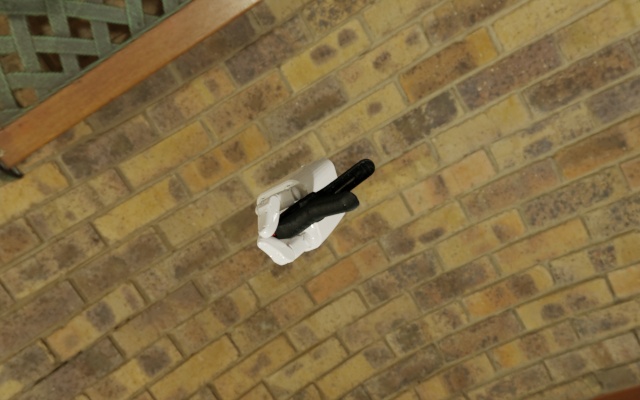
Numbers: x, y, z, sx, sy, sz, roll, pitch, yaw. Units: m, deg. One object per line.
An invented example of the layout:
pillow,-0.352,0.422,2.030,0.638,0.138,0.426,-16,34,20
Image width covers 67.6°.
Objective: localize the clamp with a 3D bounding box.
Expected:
clamp,0.000,0.003,0.639,0.171,0.039,0.120,-24,12,36
